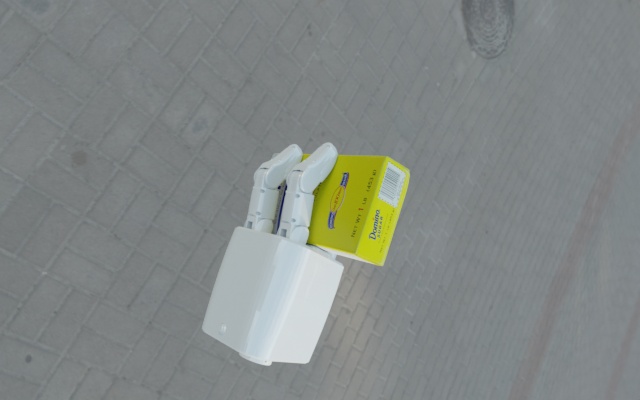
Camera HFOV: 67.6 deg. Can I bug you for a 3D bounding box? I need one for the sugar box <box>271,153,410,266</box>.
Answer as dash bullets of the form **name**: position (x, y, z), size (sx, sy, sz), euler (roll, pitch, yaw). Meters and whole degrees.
- **sugar box**: position (0.000, 0.002, 0.481), size (0.176, 0.093, 0.048), euler (8, -15, 47)
